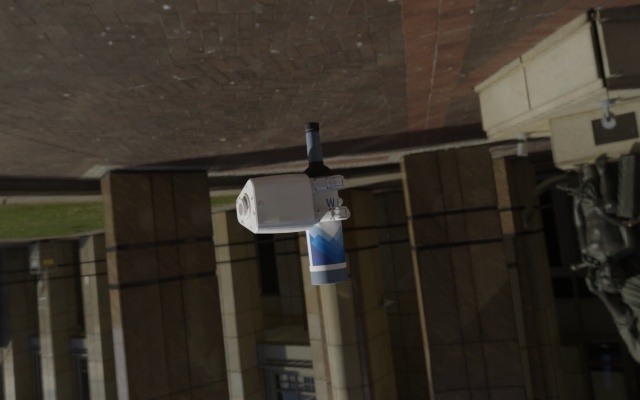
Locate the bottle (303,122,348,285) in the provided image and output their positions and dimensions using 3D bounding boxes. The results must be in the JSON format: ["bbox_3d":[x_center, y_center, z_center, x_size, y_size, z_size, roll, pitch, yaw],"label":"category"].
[{"bbox_3d":[0.000,0.003,0.878,0.069,0.295,0.069,-7,-5,-1],"label":"bottle"}]
